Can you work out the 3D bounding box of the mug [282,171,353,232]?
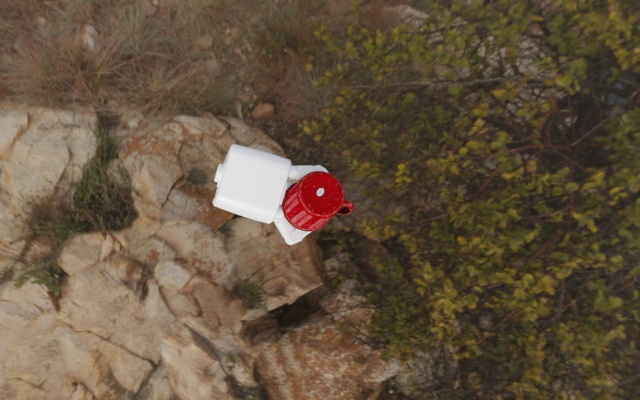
[{"bbox_3d":[0.002,0.003,0.810,0.117,0.093,0.081,16,-20,-14],"label":"mug"}]
